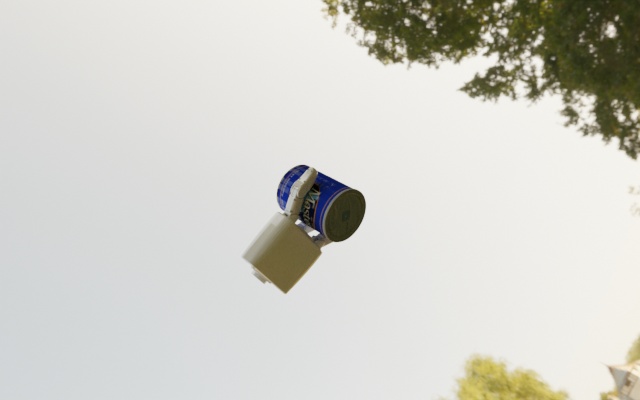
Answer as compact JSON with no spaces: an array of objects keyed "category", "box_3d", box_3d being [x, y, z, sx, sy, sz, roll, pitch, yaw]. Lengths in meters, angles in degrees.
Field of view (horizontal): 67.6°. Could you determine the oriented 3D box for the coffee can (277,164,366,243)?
[{"category":"coffee can","box_3d":[0.000,0.003,0.893,0.103,0.103,0.140,0,22,-45]}]
